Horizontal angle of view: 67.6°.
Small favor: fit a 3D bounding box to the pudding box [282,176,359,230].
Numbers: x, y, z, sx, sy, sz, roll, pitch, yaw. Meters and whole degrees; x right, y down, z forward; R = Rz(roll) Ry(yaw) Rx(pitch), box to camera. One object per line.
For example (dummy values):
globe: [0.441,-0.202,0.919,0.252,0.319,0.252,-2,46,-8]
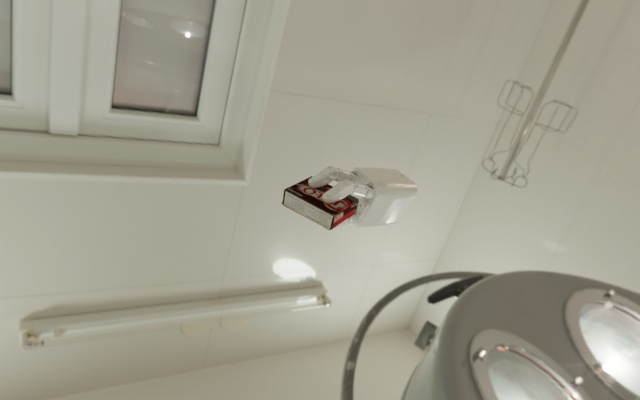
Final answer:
pudding box: [0.000,0.003,0.877,0.113,0.039,0.090,25,30,24]
